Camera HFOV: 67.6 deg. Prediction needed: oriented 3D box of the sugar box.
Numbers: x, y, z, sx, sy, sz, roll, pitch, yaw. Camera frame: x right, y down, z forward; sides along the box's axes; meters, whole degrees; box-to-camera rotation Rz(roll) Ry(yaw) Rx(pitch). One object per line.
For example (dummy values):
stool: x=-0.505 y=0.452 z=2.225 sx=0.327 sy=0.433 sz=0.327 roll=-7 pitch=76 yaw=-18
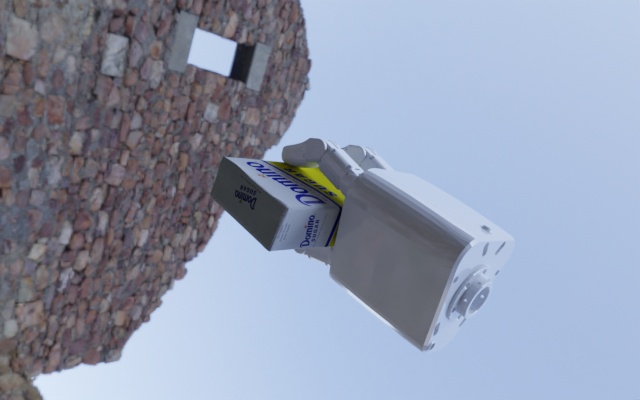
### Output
sugar box: x=0.000 y=0.001 z=0.439 sx=0.176 sy=0.048 sz=0.093 roll=4 pitch=25 yaw=-48
